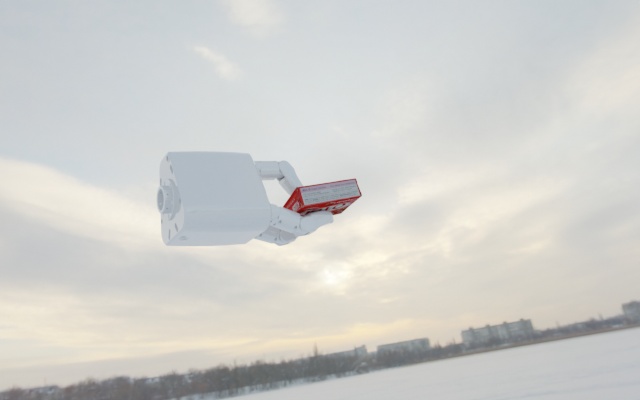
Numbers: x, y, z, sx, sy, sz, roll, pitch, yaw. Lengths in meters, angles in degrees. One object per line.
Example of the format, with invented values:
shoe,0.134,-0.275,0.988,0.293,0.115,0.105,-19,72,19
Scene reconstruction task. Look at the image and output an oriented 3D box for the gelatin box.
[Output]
gelatin box,0.000,0.002,0.642,0.089,0.030,0.073,-11,-16,-24
